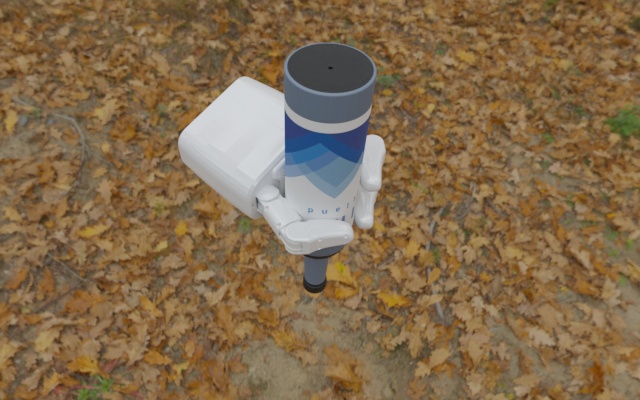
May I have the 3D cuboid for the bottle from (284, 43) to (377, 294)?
[{"bbox_3d":[0.000,0.001,0.450,0.069,0.069,0.296,0,-41,-4],"label":"bottle"}]
